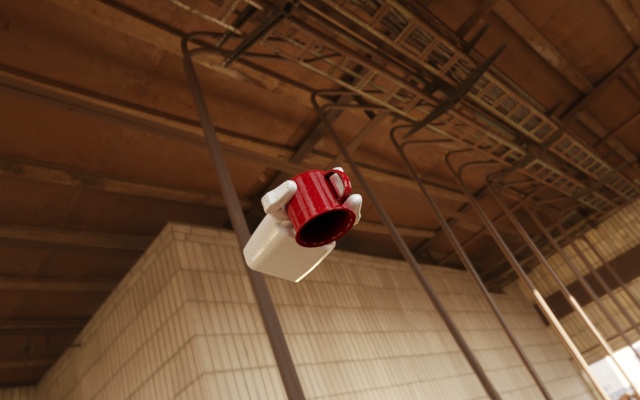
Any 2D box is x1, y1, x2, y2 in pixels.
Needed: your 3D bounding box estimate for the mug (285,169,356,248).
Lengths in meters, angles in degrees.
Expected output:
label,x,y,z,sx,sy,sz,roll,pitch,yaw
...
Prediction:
label,x,y,z,sx,sy,sz,roll,pitch,yaw
mug,0.001,0.001,0.693,0.093,0.081,0.117,7,-45,-40
